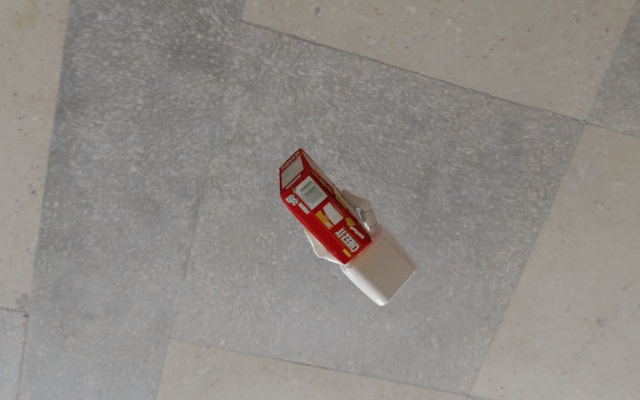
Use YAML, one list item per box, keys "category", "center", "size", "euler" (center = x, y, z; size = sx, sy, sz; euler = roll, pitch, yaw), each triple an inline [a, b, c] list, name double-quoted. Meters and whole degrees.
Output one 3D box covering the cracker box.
- category: "cracker box"
  center: [0.000, 0.003, 0.861]
  size: [0.072, 0.164, 0.213]
  euler: [-41, 16, 6]
